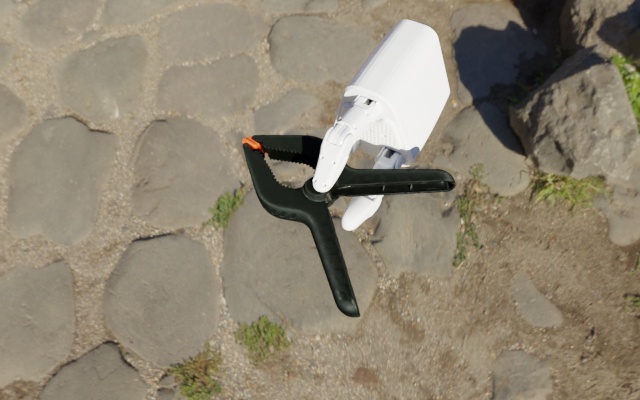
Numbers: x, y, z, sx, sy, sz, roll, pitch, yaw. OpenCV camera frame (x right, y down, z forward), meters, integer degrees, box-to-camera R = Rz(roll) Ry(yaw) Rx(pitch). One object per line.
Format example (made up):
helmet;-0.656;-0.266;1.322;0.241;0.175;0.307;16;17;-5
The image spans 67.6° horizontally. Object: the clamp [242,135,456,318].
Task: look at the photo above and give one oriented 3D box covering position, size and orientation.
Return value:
clamp;0.000;0.001;0.461;0.210;0.164;0.036;26;-21;20
